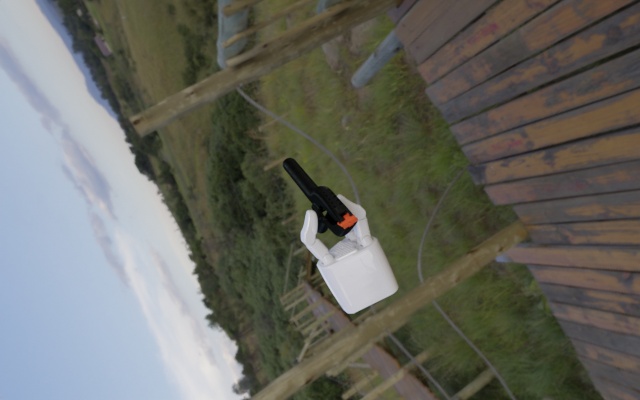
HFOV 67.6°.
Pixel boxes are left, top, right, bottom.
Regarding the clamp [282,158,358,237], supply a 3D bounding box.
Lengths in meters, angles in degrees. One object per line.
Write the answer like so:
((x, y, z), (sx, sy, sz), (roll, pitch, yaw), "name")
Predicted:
((0.000, 0.003, 0.823), (0.036, 0.164, 0.210), (-33, 16, -13), "clamp")
